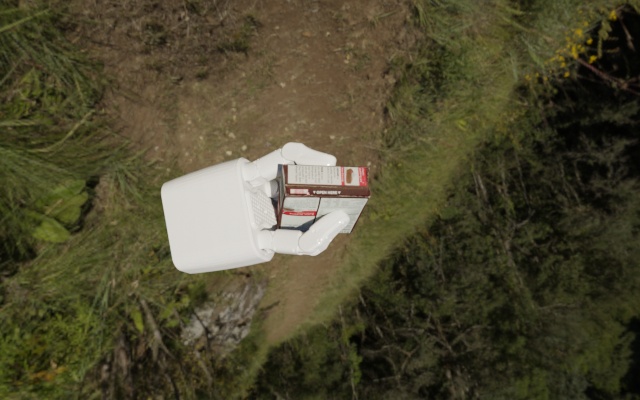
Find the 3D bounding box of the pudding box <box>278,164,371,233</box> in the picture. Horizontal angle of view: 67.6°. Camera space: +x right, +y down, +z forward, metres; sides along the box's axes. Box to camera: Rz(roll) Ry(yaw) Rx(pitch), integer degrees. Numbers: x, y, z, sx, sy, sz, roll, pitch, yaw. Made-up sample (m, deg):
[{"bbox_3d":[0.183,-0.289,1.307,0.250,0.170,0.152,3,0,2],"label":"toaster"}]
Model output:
[{"bbox_3d":[0.000,0.002,0.523,0.090,0.039,0.113,0,-22,-8],"label":"pudding box"}]
